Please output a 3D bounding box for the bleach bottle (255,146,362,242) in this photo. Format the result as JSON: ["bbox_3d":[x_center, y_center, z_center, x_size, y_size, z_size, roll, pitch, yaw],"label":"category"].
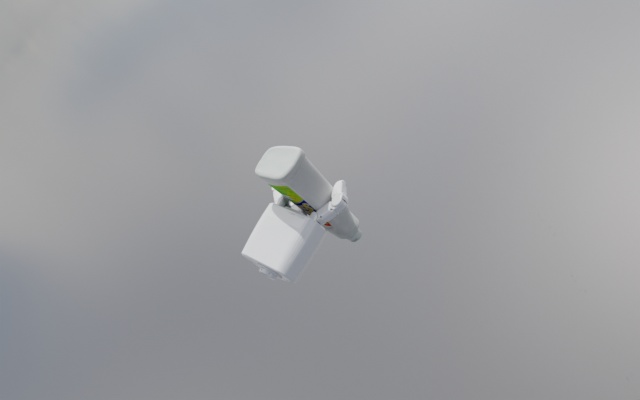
[{"bbox_3d":[0.000,0.003,0.857,0.102,0.068,0.251,12,-24,49],"label":"bleach bottle"}]
